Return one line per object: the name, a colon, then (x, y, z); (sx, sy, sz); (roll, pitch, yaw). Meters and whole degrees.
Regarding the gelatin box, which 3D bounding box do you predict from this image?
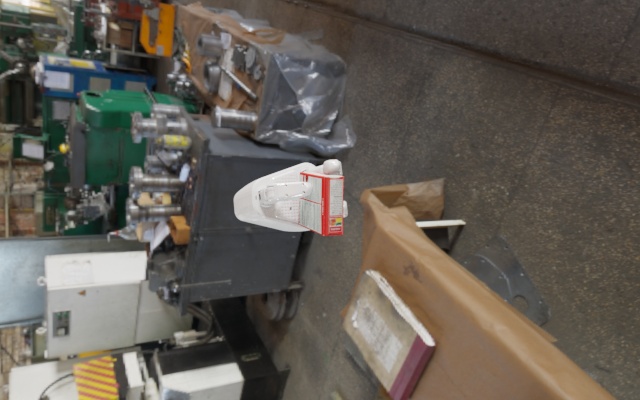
gelatin box: (0.000, 0.002, 0.615); (0.030, 0.073, 0.089); (-2, 7, -23)
